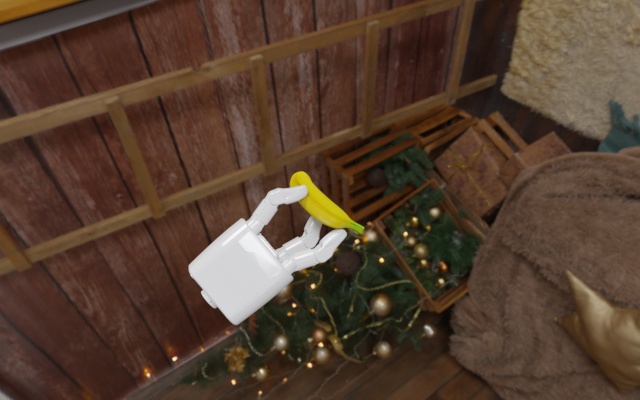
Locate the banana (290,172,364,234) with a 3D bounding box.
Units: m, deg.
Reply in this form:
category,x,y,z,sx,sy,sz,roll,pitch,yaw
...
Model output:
category,x,y,z,sx,sy,sz,roll,pitch,yaw
banana,-0.010,-0.004,0.749,0.070,0.037,0.197,33,9,-40
